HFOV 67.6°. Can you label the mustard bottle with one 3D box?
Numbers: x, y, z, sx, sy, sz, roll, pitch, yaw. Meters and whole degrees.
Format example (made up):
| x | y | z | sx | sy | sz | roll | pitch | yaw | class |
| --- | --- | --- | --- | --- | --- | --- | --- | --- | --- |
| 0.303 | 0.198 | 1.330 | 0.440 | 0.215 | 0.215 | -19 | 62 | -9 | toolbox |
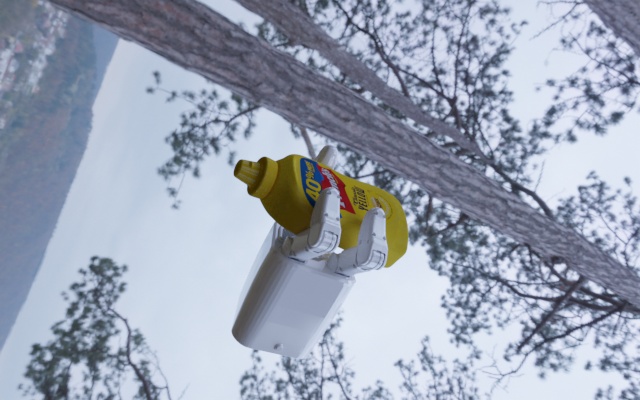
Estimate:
| x | y | z | sx | sy | sz | roll | pitch | yaw | class |
| --- | --- | --- | --- | --- | --- | --- | --- | --- | --- |
| 0.000 | 0.001 | 0.492 | 0.192 | 0.096 | 0.058 | 22 | -50 | -27 | mustard bottle |
